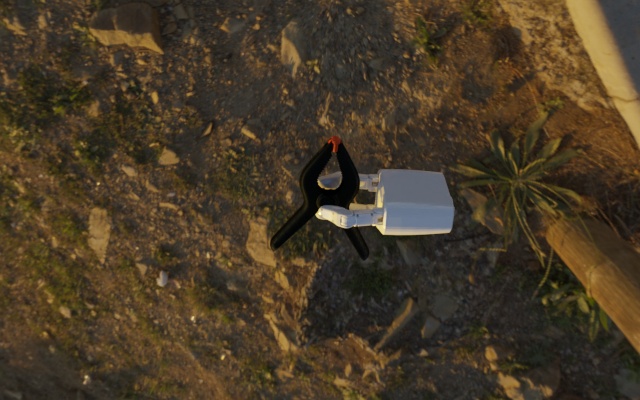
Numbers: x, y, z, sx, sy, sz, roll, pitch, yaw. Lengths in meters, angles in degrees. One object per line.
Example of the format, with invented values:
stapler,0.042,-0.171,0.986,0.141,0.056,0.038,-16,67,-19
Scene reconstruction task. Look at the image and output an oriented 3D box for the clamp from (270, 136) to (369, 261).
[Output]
clamp,0.000,0.002,0.756,0.164,0.210,0.036,0,23,-2
